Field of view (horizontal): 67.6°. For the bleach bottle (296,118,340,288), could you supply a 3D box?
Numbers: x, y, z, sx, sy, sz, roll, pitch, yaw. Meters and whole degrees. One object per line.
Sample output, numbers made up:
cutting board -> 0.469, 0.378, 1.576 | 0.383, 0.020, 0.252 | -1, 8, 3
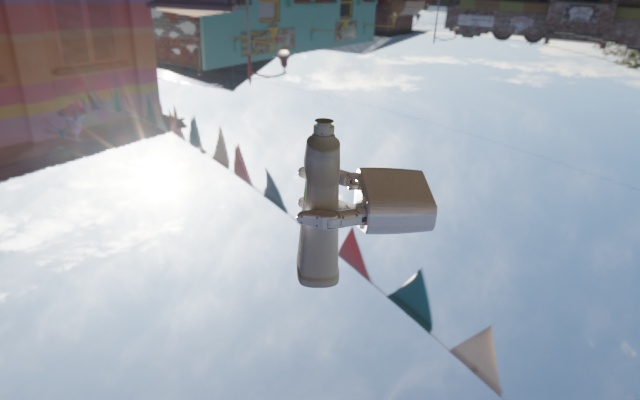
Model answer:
bleach bottle -> 0.000, 0.002, 0.731 | 0.068, 0.251, 0.102 | 0, 25, -6
